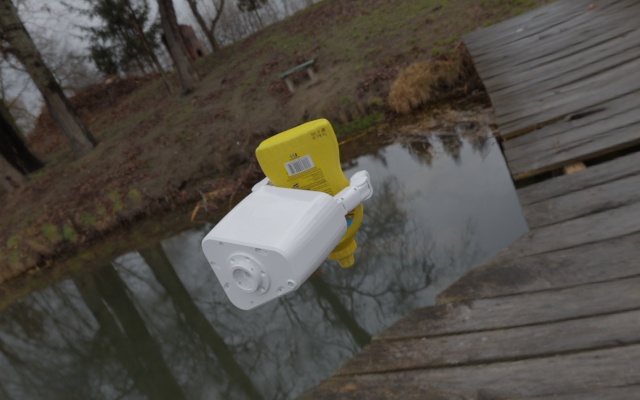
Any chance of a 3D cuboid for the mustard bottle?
[{"bbox_3d":[0.000,0.002,0.600,0.096,0.192,0.058,-20,19,12],"label":"mustard bottle"}]
